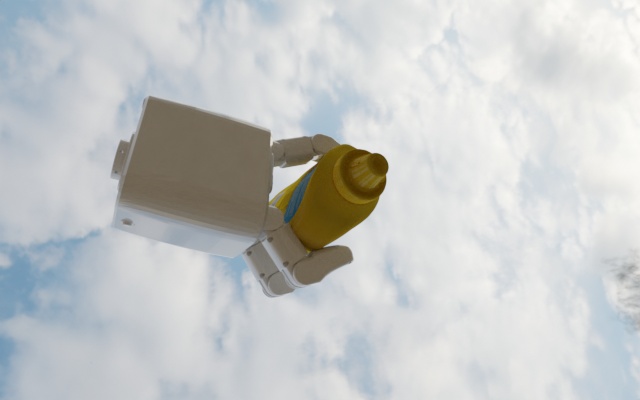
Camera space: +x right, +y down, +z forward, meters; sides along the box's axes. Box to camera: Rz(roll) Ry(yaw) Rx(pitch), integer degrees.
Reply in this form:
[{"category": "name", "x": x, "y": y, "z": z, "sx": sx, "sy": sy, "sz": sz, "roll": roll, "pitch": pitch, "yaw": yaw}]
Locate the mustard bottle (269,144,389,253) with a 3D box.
[{"category": "mustard bottle", "x": 0.000, "y": 0.002, "z": 0.416, "sx": 0.058, "sy": 0.096, "sz": 0.192, "roll": 38, "pitch": -29, "yaw": -10}]
